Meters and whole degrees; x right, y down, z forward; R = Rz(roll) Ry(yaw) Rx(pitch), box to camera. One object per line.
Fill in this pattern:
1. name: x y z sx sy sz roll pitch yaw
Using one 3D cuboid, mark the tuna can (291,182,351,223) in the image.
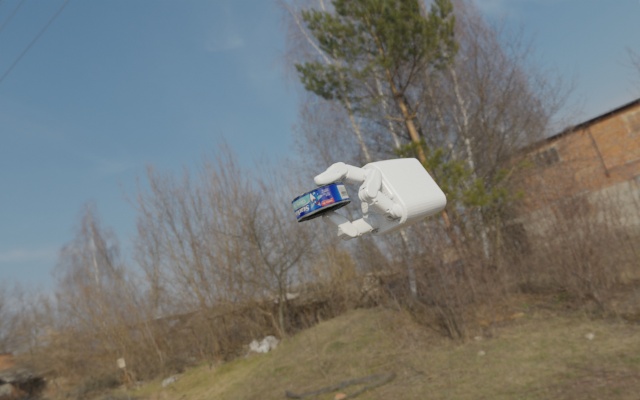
1. tuna can: 0.000 0.002 0.723 0.086 0.033 0.086 -21 -7 -3
